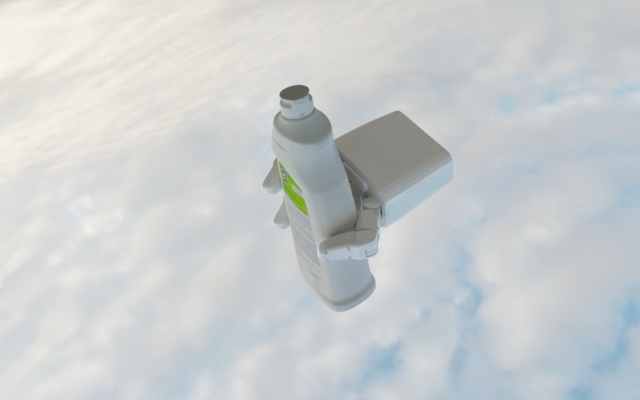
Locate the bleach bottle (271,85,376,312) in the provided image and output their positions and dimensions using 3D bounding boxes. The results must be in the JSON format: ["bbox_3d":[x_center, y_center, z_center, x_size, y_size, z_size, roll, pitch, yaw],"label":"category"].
[{"bbox_3d":[0.000,0.002,0.501,0.068,0.251,0.102,-30,43,-21],"label":"bleach bottle"}]
